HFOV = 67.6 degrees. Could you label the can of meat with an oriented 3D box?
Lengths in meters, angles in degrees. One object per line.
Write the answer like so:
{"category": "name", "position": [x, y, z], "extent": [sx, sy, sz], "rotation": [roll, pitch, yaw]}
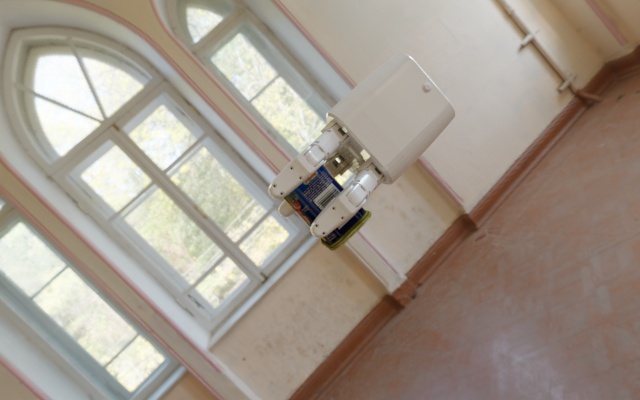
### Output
{"category": "can of meat", "position": [0.000, 0.001, 0.518], "extent": [0.057, 0.084, 0.102], "rotation": [-43, 6, -5]}
